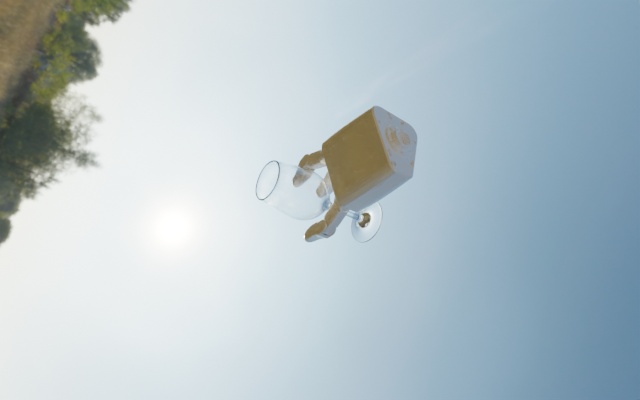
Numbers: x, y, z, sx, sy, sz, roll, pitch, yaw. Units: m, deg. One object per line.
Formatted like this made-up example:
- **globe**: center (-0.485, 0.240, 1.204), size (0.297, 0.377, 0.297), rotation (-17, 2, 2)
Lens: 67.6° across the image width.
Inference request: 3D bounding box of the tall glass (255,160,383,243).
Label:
- **tall glass**: center (0.001, 0.003, 0.741), size (0.201, 0.079, 0.079), rotation (22, -13, -33)
